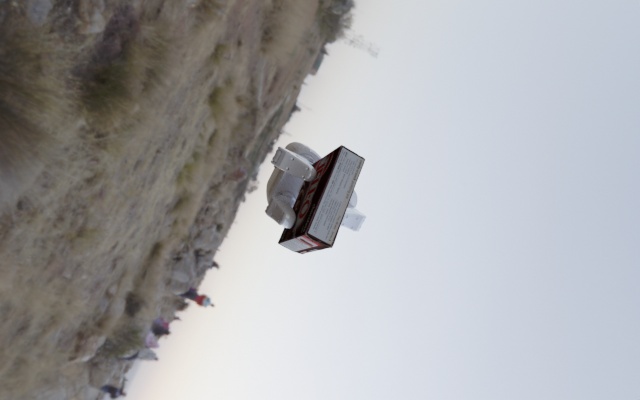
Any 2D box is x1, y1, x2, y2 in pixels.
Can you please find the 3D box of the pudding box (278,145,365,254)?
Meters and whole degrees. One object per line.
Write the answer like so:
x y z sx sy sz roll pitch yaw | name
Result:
0.000 0.002 0.545 0.039 0.113 0.090 25 -20 -16 | pudding box
